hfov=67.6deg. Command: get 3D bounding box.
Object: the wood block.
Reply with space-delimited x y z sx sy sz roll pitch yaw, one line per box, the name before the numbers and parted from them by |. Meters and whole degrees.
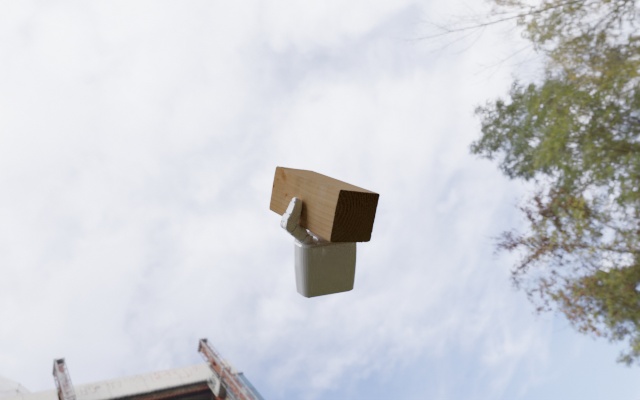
wood block | 0.000 0.003 0.868 0.091 0.090 0.206 3 12 -37
